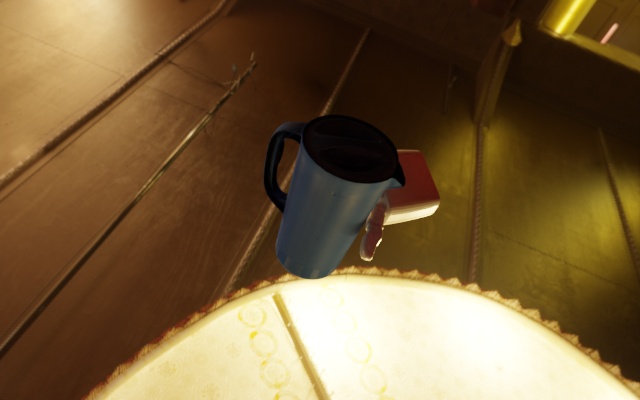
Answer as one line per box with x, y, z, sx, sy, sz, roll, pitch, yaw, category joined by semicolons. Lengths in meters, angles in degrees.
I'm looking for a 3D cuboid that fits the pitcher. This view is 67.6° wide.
0.000;0.002;0.695;0.145;0.149;0.243;-10;-38;-29;pitcher
